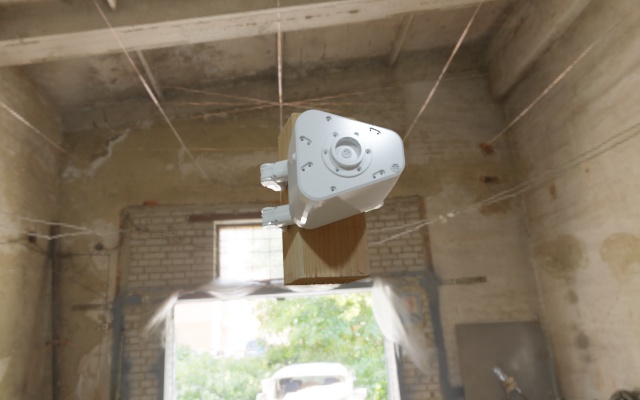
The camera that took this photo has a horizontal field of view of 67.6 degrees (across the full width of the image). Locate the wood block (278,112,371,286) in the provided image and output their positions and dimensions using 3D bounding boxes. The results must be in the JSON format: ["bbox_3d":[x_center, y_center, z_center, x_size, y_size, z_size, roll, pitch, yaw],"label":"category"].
[{"bbox_3d":[0.001,0.002,0.620,0.091,0.206,0.090,2,-16,-17],"label":"wood block"}]
